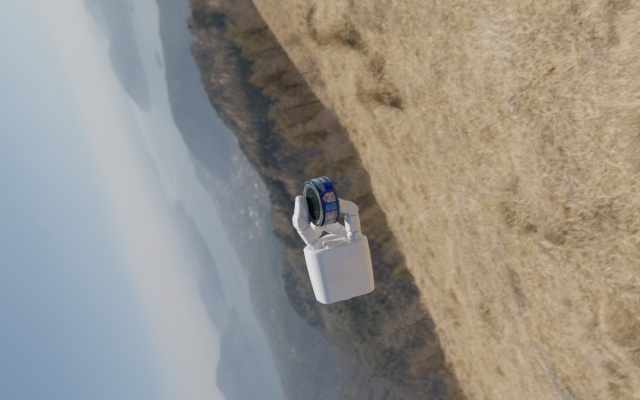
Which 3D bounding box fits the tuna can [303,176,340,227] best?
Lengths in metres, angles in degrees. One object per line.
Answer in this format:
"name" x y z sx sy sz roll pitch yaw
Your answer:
"tuna can" 0.000 0.003 0.839 0.034 0.086 0.086 -14 5 -22
